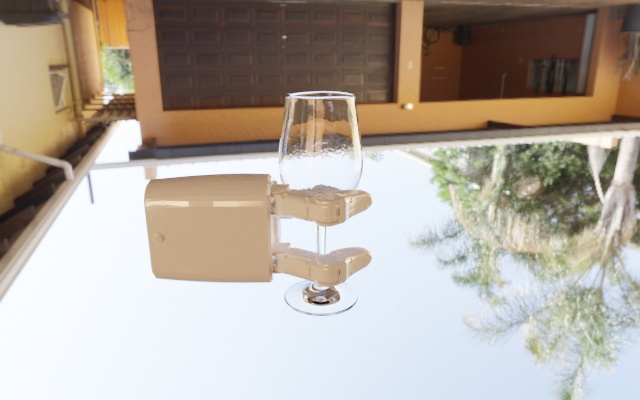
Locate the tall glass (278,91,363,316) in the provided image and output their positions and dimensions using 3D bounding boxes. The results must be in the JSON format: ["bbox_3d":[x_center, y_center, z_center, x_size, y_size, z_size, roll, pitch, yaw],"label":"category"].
[{"bbox_3d":[0.000,0.002,0.449,0.079,0.201,0.079,0,17,0],"label":"tall glass"}]
